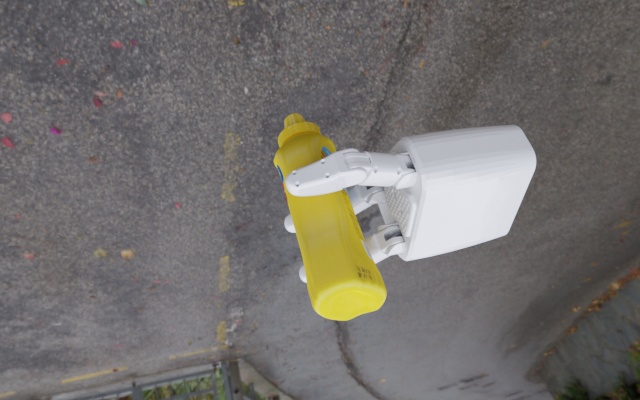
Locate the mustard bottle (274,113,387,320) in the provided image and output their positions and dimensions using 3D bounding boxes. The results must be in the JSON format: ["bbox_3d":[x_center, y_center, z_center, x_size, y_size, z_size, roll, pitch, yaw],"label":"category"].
[{"bbox_3d":[0.000,0.002,0.415,0.058,0.191,0.096,-22,-28,9],"label":"mustard bottle"}]
